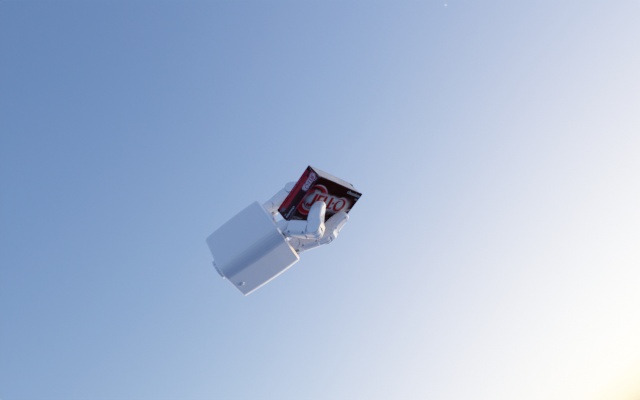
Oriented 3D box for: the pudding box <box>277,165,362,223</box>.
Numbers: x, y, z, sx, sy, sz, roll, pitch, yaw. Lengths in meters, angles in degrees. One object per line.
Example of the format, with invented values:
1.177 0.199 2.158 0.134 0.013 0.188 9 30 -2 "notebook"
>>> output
0.000 0.002 0.754 0.113 0.090 0.039 18 24 -49 "pudding box"
